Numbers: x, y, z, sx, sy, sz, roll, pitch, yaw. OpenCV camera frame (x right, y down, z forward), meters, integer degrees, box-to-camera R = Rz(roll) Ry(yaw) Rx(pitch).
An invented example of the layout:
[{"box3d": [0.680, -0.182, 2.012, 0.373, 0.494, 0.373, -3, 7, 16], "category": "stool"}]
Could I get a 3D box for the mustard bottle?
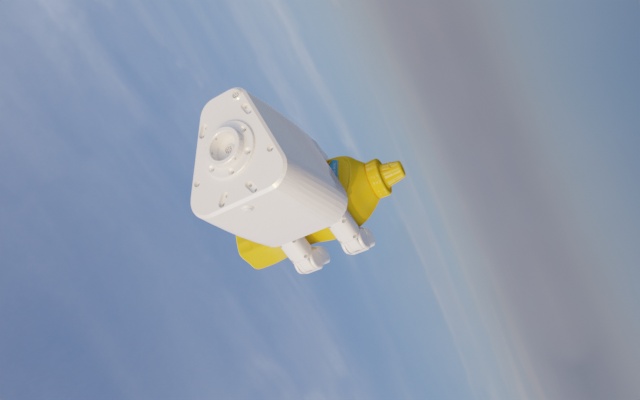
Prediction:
[{"box3d": [0.000, 0.002, 0.518, 0.191, 0.096, 0.058, -23, -49, 20], "category": "mustard bottle"}]
